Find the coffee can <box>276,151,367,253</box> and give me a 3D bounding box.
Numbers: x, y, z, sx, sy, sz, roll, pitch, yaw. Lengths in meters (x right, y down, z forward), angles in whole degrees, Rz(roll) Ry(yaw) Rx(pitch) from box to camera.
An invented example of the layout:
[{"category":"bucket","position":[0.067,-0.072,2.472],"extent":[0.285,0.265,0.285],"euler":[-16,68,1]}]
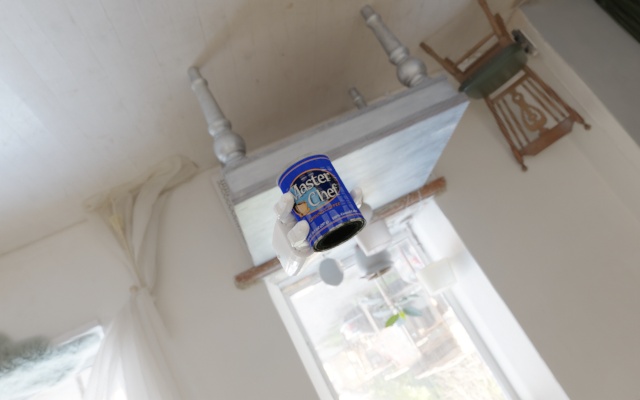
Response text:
[{"category":"coffee can","position":[0.000,0.002,0.813],"extent":[0.103,0.140,0.103],"euler":[-25,-21,-11]}]
